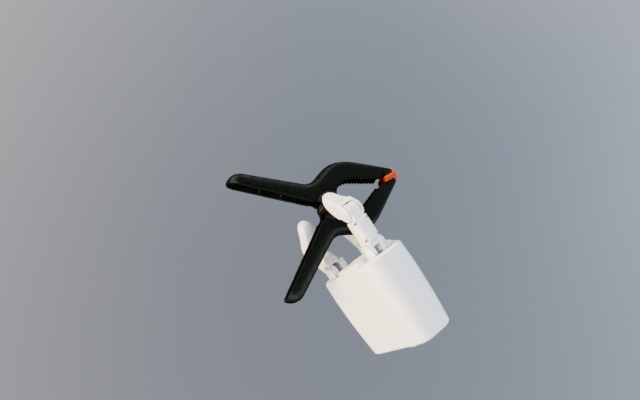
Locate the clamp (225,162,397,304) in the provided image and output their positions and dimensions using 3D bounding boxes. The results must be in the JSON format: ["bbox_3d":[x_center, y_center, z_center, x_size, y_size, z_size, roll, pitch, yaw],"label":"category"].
[{"bbox_3d":[0.001,0.002,0.585,0.210,0.164,0.036,-33,-3,-22],"label":"clamp"}]
